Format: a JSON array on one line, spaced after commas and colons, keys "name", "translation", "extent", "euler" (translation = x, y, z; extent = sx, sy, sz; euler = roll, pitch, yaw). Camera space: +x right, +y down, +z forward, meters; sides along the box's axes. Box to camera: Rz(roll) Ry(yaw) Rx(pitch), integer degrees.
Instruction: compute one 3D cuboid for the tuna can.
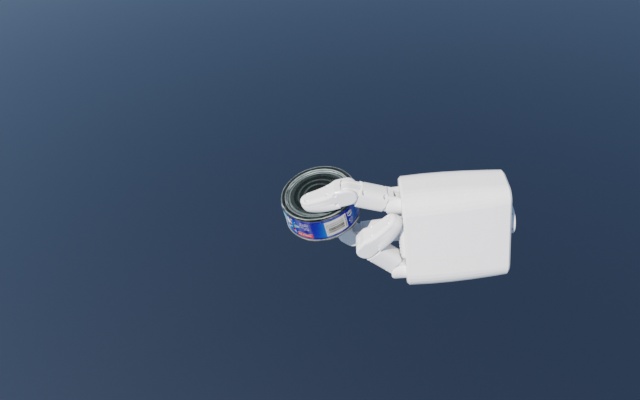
[{"name": "tuna can", "translation": [0.000, 0.001, 0.527], "extent": [0.086, 0.086, 0.034], "euler": [0, -43, 16]}]
